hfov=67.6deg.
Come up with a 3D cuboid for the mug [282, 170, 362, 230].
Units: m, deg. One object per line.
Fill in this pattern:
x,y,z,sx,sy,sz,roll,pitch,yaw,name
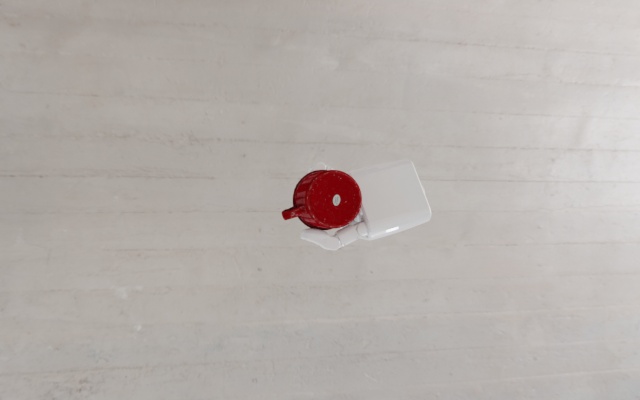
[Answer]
-0.001,0.003,0.687,0.117,0.093,0.081,-17,3,-12,mug
